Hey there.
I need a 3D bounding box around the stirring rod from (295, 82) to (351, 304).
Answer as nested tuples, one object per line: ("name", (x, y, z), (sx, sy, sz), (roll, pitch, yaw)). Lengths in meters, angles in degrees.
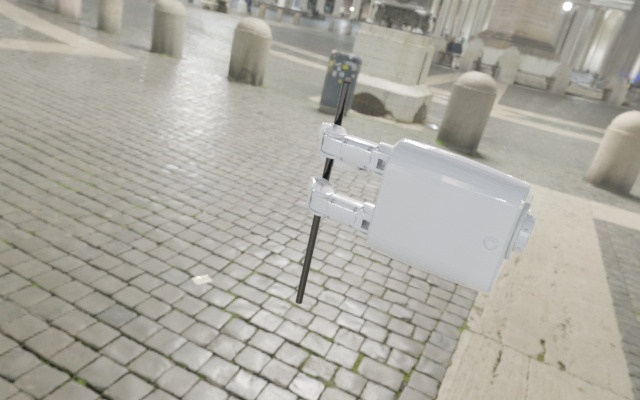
("stirring rod", (0.000, 0.002, 0.481), (0.011, 0.240, 0.011), (11, 21, -4))
